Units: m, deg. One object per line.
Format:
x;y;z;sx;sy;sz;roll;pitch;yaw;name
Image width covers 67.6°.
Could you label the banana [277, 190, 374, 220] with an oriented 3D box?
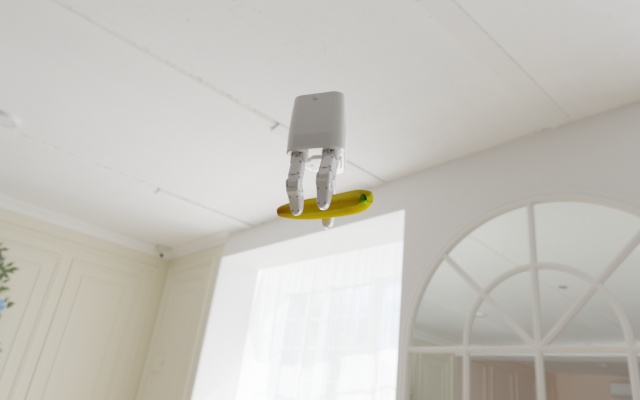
0.016;0.006;0.771;0.198;0.037;0.069;-12;-20;43;banana
